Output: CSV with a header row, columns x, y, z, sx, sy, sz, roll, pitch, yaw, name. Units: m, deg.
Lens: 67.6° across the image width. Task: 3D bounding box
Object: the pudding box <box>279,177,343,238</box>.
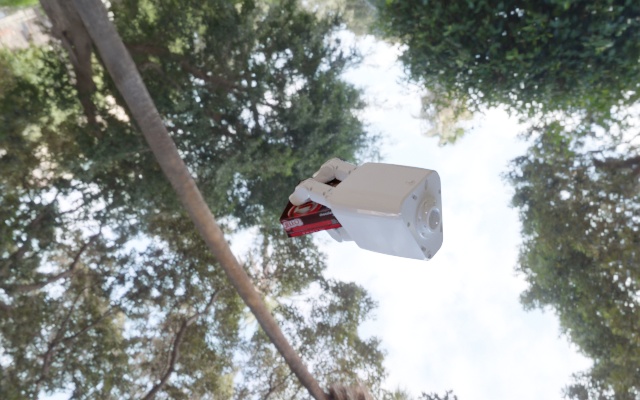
x,y,z,sx,sy,sz,roll,pitch,yaw,name
0.000,0.002,0.692,0.090,0.039,0.113,-12,26,22,pudding box
